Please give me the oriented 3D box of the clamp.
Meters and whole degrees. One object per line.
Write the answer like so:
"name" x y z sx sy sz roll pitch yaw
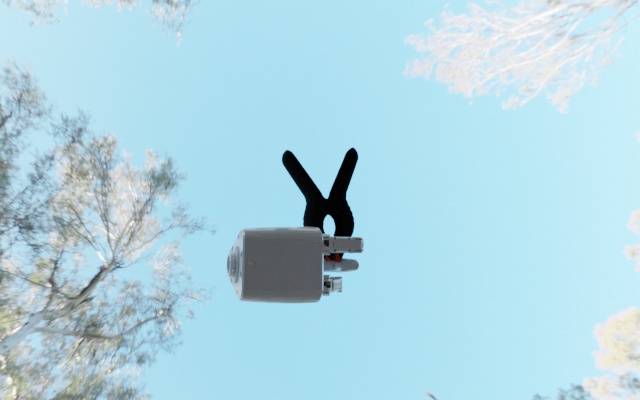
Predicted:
"clamp" 0.000 0.002 0.685 0.120 0.171 0.039 3 -9 -20
